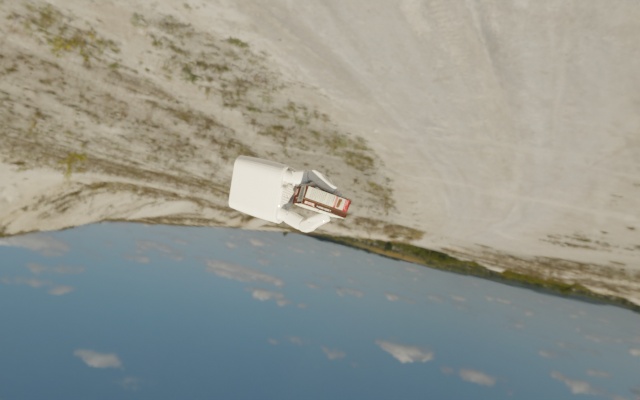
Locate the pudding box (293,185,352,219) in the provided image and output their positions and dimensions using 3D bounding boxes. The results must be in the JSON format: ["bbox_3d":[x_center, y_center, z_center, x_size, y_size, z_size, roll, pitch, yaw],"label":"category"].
[{"bbox_3d":[0.000,0.003,0.899,0.090,0.039,0.113,18,-2,-10],"label":"pudding box"}]
